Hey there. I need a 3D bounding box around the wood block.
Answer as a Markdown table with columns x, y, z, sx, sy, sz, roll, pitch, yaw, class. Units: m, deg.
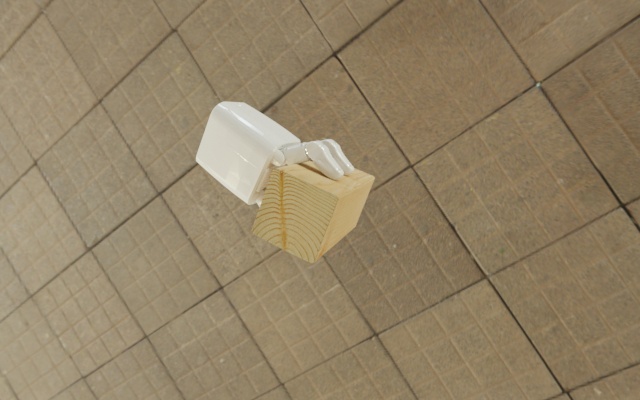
| x | y | z | sx | sy | sz | roll | pitch | yaw | class |
| --- | --- | --- | --- | --- | --- | --- | --- | --- | --- |
| 0.000 | 0.002 | 0.661 | 0.090 | 0.091 | 0.206 | 25 | 16 | 13 | wood block |
